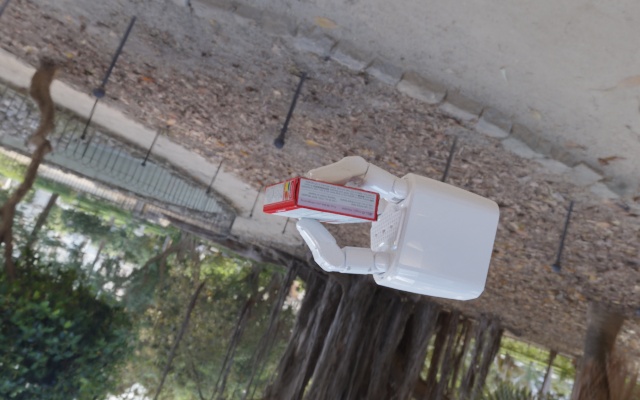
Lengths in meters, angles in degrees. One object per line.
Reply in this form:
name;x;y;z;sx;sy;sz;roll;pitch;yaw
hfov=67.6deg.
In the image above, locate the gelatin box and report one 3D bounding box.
gelatin box;0.000;0.002;0.455;0.089;0.030;0.073;10;-9;-28
